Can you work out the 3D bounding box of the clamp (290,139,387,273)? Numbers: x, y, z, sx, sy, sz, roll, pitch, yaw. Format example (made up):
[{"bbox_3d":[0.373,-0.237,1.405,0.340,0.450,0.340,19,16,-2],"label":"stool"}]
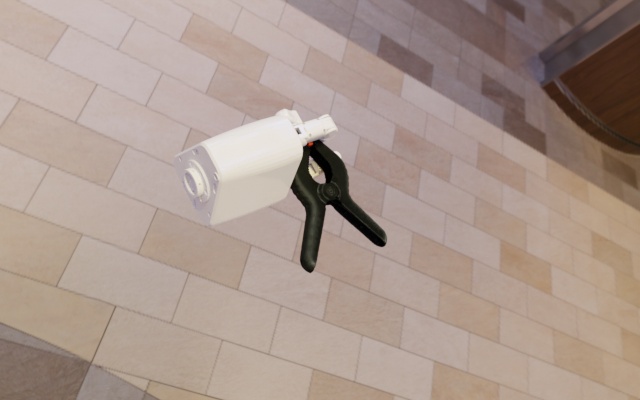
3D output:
[{"bbox_3d":[0.000,0.002,0.584,0.120,0.171,0.039,-25,-8,-35],"label":"clamp"}]
